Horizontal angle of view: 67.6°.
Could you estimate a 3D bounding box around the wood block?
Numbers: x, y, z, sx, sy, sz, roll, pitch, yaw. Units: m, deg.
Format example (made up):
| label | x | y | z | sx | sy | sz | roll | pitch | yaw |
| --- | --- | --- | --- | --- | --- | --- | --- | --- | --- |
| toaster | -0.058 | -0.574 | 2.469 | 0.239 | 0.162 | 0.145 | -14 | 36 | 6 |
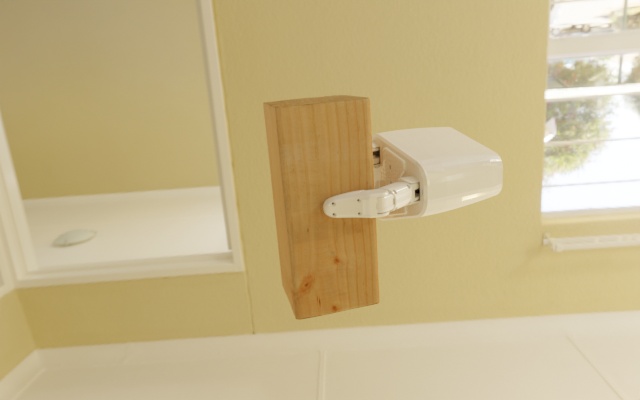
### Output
| label | x | y | z | sx | sy | sz | roll | pitch | yaw |
| --- | --- | --- | --- | --- | --- | --- | --- | --- | --- |
| wood block | 0.001 | 0.002 | 0.488 | 0.090 | 0.206 | 0.090 | -8 | 16 | -13 |
